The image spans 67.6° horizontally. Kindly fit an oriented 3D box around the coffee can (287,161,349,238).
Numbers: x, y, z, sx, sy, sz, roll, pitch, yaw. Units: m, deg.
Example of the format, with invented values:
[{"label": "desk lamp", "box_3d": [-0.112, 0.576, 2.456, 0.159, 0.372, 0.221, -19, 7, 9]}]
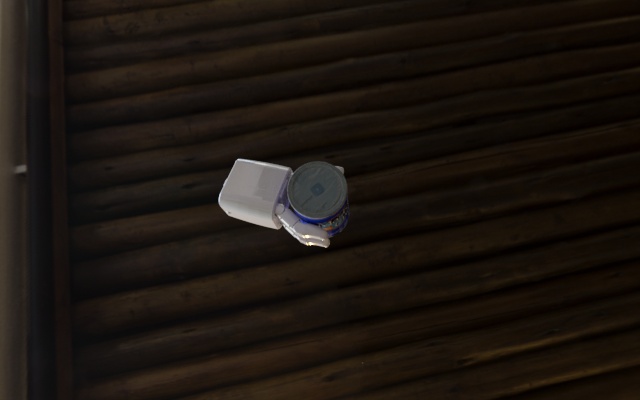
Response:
[{"label": "coffee can", "box_3d": [0.000, 0.003, 0.871, 0.103, 0.102, 0.140, 0, -19, 5]}]
